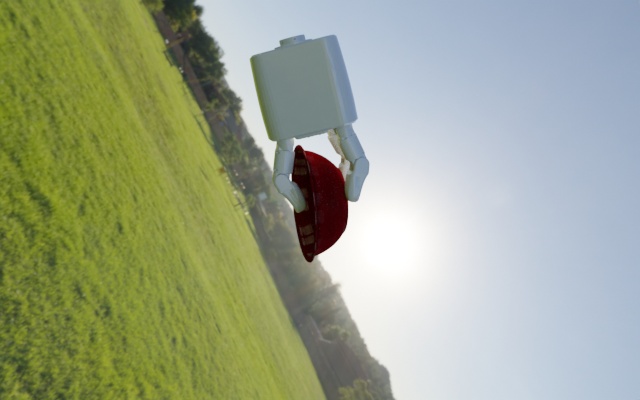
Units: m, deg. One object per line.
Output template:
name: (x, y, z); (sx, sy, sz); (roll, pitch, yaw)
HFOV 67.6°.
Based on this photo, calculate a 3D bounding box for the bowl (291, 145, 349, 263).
bowl: (0.001, 0.003, 0.657); (0.055, 0.162, 0.162); (-5, 1, -13)
